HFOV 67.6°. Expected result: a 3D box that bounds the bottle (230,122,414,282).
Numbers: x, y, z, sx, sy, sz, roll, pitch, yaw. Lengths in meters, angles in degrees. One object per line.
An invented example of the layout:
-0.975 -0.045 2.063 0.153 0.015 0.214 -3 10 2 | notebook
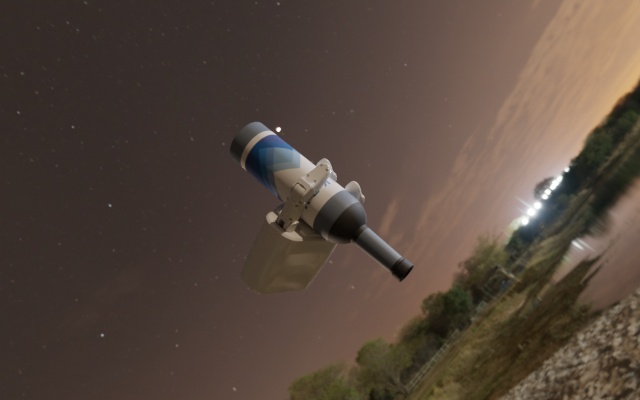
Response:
0.000 0.002 0.636 0.295 0.069 0.069 40 17 21 | bottle
